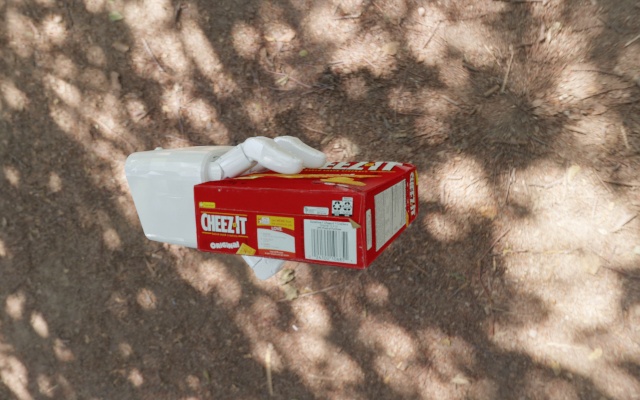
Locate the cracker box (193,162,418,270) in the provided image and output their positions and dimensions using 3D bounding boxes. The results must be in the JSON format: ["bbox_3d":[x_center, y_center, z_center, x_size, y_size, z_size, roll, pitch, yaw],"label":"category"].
[{"bbox_3d":[0.000,0.002,0.496,0.164,0.072,0.213,3,11,22],"label":"cracker box"}]
